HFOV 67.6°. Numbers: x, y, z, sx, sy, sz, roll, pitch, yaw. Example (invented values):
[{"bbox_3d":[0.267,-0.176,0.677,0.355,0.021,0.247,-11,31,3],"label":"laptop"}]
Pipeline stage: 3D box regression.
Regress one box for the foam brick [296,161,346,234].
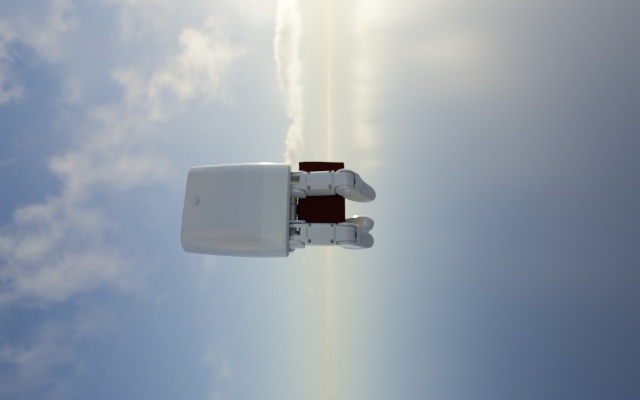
[{"bbox_3d":[0.000,0.001,0.525,0.051,0.078,0.053,1,-22,-1],"label":"foam brick"}]
